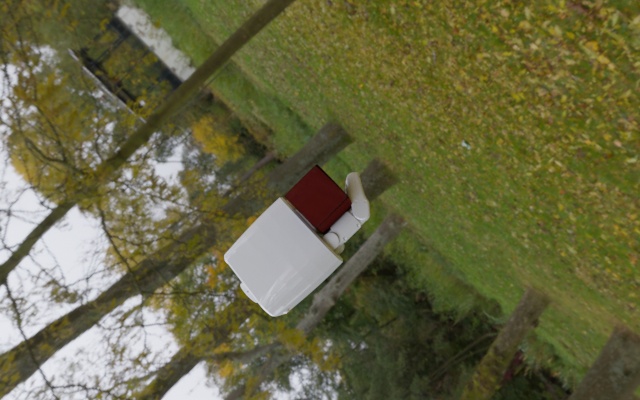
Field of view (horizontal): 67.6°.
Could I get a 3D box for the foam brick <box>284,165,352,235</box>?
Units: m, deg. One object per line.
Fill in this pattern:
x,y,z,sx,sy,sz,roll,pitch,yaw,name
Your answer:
0.000,0.002,0.551,0.051,0.053,0.078,-44,-12,-1,foam brick
